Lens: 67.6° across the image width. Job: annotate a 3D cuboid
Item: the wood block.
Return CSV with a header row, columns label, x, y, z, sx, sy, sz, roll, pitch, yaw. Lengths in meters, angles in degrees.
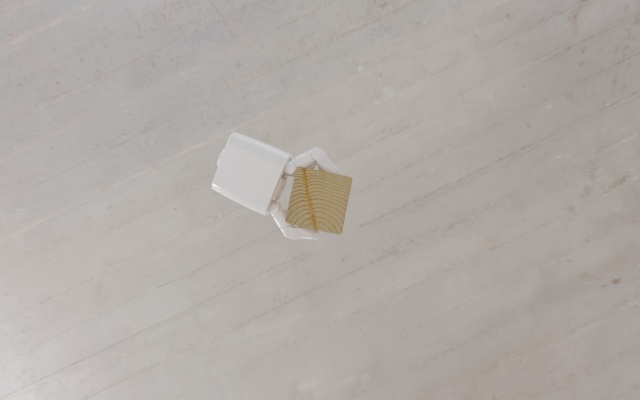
label,x,y,z,sx,sy,sz,roll,pitch,yaw
wood block,0.000,0.003,0.823,0.090,0.091,0.206,12,-1,2
